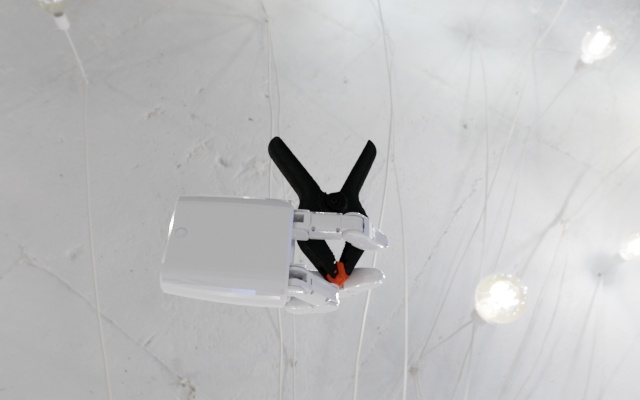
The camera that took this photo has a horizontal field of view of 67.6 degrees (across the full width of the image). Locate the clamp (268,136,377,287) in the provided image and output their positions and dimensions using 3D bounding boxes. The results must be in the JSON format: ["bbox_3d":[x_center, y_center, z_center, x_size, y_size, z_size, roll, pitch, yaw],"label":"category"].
[{"bbox_3d":[0.000,0.002,0.493,0.120,0.171,0.039,5,-31,-4],"label":"clamp"}]
